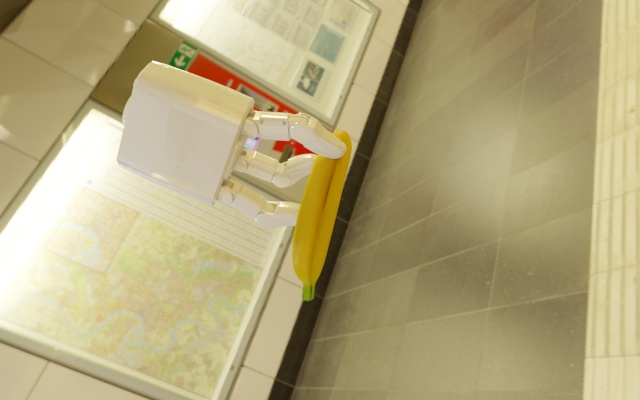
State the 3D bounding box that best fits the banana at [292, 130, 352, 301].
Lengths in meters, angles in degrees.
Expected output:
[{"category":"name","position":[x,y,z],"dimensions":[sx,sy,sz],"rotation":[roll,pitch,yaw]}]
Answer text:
[{"category":"banana","position":[0.001,-0.002,0.486],"dimensions":[0.037,0.197,0.070],"rotation":[15,-23,0]}]
